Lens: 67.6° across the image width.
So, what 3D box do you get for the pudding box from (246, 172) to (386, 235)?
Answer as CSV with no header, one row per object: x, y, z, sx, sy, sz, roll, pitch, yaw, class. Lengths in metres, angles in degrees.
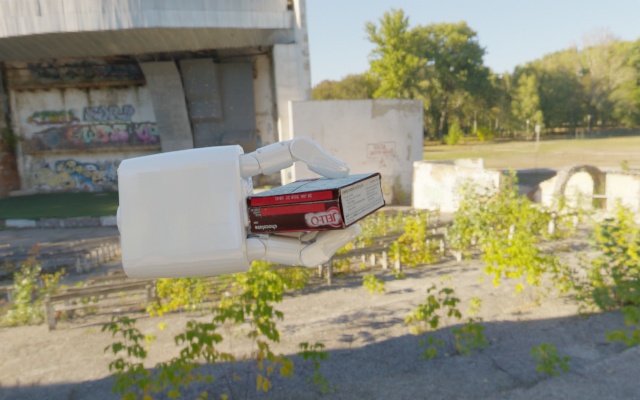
0.000,0.001,0.438,0.090,0.039,0.113,-4,10,26,pudding box
